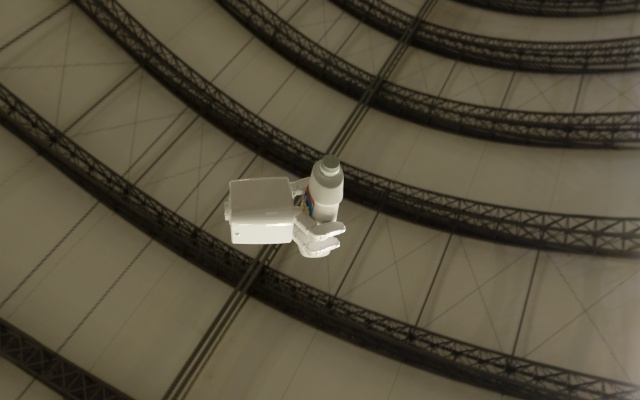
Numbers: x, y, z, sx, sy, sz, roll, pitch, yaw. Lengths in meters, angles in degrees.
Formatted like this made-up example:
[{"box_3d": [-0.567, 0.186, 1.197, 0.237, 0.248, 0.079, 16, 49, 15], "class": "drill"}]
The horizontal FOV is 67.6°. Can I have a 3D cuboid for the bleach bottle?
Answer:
[{"box_3d": [0.000, 0.003, 0.844, 0.068, 0.102, 0.251, -3, -33, -10], "class": "bleach bottle"}]
